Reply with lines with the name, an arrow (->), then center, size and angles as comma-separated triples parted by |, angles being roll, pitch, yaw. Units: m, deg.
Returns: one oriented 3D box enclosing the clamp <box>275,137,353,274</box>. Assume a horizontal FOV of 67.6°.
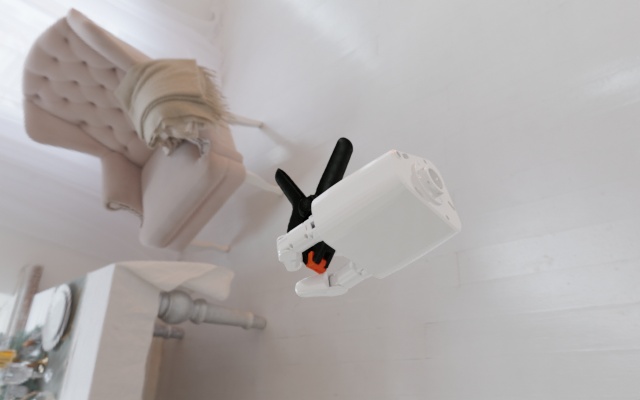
clamp -> 0.000, 0.002, 0.585 | 0.120, 0.171, 0.039 | -35, -40, 28
